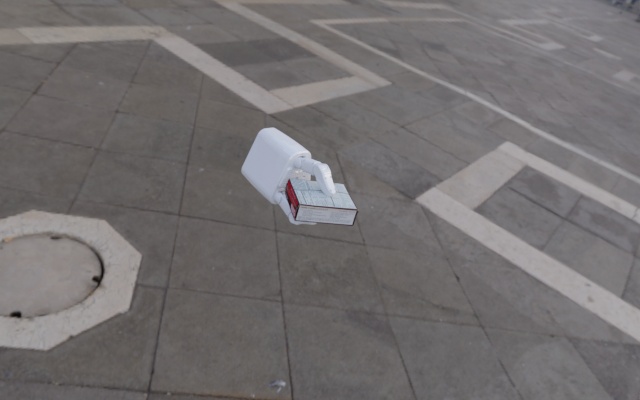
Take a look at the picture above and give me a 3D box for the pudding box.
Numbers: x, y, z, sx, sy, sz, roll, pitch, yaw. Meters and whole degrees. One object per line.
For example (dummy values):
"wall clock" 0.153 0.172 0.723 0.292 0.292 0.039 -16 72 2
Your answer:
"pudding box" 0.000 0.003 0.843 0.113 0.039 0.090 4 32 -19
